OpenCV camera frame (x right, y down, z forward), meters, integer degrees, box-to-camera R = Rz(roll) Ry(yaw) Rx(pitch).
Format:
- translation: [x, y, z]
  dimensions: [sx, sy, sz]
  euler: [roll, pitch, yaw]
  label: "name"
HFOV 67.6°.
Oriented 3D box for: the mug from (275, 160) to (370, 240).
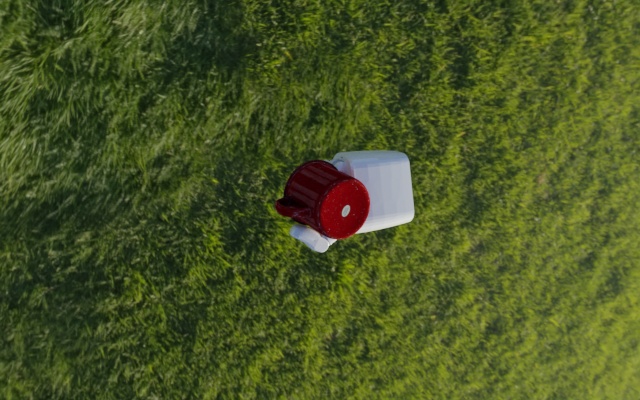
- translation: [-0.001, 0.002, 0.611]
  dimensions: [0.117, 0.093, 0.081]
  euler: [-8, 19, -28]
  label: "mug"
